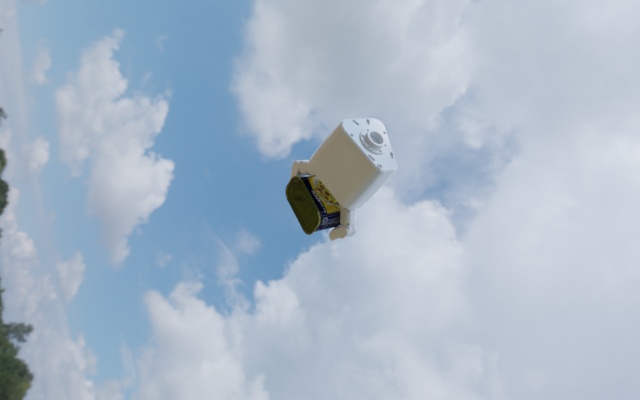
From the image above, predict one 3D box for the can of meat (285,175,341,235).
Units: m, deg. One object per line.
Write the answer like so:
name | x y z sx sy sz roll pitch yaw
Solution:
can of meat | 0.000 0.003 0.833 0.084 0.102 0.057 -10 -30 -37
